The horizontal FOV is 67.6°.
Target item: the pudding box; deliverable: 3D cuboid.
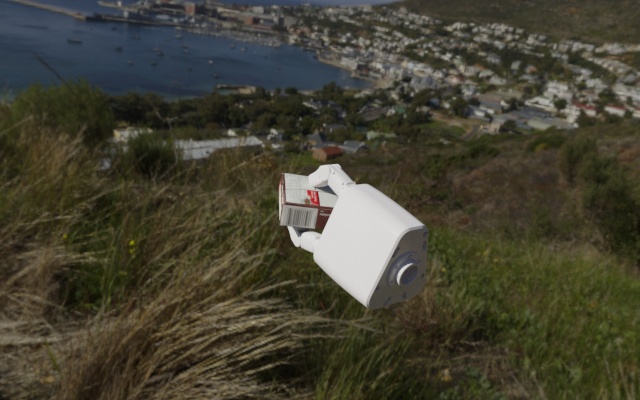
[{"bbox_3d":[0.000,0.002,0.658,0.113,0.039,0.090,8,28,-10],"label":"pudding box"}]
